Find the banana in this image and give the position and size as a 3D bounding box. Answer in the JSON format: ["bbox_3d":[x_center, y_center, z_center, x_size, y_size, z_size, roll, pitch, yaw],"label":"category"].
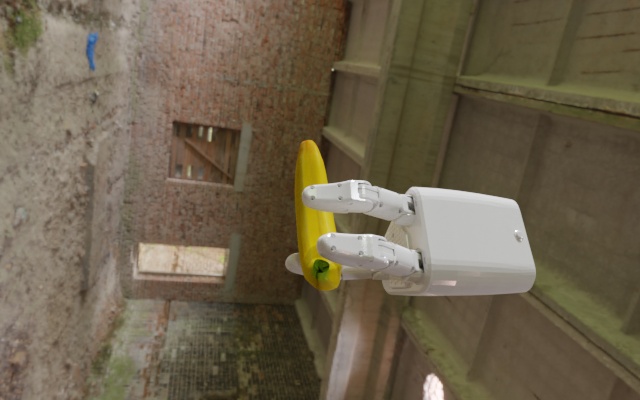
[{"bbox_3d":[-0.002,0.018,0.454,0.037,0.070,0.197,3,36,-10],"label":"banana"}]
